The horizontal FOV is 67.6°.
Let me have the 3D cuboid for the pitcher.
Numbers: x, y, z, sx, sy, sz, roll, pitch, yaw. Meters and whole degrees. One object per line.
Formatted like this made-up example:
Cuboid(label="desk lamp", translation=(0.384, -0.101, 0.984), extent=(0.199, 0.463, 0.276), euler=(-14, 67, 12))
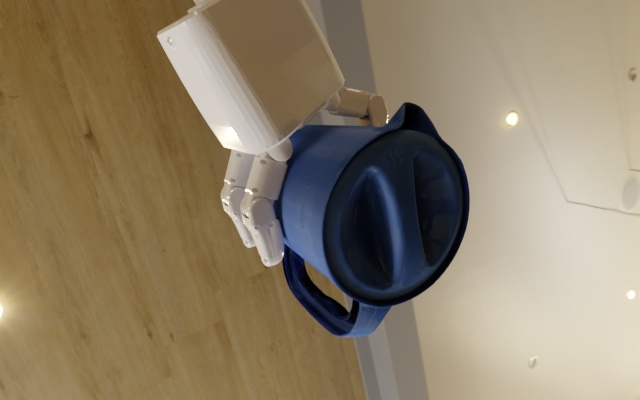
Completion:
Cuboid(label="pitcher", translation=(0.000, 0.001, 0.438), extent=(0.149, 0.145, 0.242), euler=(-40, 28, -16))
